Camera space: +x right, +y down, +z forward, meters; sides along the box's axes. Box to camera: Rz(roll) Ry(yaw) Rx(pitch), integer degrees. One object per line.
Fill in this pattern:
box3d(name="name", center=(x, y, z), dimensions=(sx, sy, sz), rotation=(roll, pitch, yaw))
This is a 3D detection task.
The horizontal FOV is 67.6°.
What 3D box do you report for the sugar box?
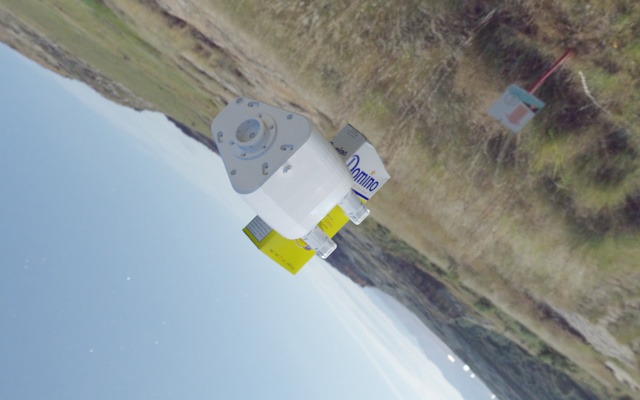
box3d(name="sugar box", center=(0.000, 0.002, 0.575), dimensions=(0.048, 0.176, 0.093), rotation=(45, -1, 37))
